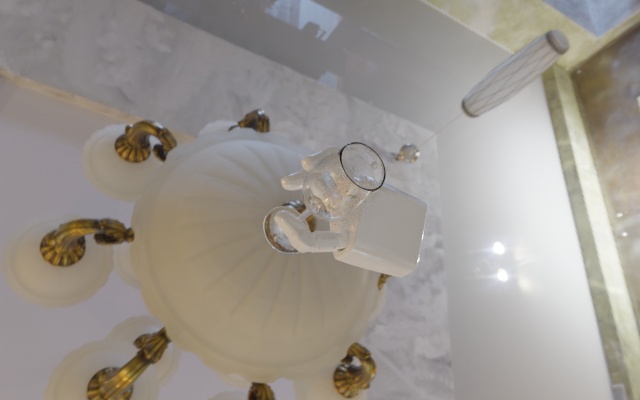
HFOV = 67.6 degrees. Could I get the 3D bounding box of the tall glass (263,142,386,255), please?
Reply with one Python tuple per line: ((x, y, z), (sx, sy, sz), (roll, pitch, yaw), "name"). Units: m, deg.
((0.000, 0.002, 0.610), (0.079, 0.079, 0.201), (0, -24, -32), "tall glass")
